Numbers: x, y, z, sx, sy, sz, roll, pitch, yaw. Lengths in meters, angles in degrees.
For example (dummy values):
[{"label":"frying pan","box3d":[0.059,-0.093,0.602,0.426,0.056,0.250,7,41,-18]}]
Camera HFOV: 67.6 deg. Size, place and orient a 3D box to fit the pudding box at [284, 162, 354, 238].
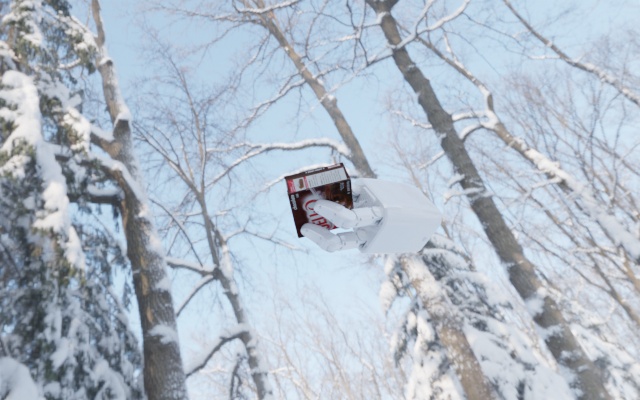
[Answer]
[{"label":"pudding box","box3d":[0.000,0.002,0.694,0.090,0.039,0.114,-15,-40,-4]}]
